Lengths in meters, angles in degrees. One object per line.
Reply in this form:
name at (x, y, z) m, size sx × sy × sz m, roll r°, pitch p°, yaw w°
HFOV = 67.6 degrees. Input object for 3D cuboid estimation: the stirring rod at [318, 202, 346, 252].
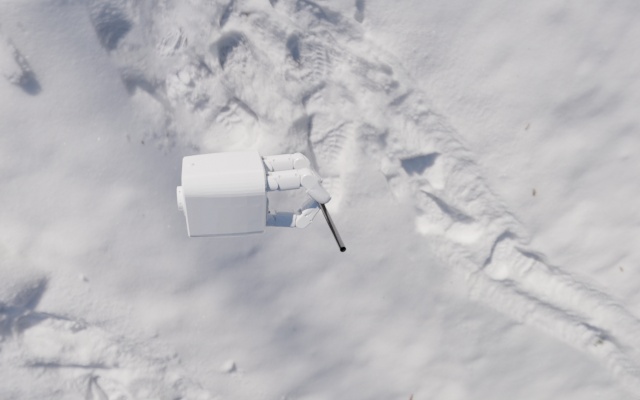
stirring rod at (0.000, 0.002, 0.667) m, size 0.011 × 0.011 × 0.239 m, roll 0°, pitch 28°, yaw -14°
